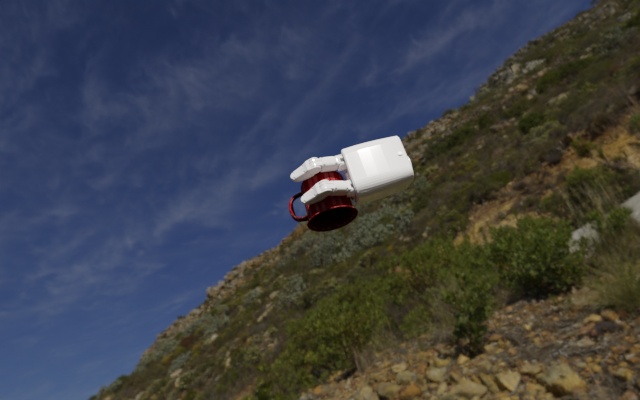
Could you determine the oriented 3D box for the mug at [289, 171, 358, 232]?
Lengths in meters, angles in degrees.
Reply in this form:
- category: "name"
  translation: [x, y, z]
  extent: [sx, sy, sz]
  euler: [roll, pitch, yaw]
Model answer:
- category: "mug"
  translation: [-0.001, 0.003, 0.862]
  extent: [0.117, 0.081, 0.093]
  euler: [-16, -27, -2]
